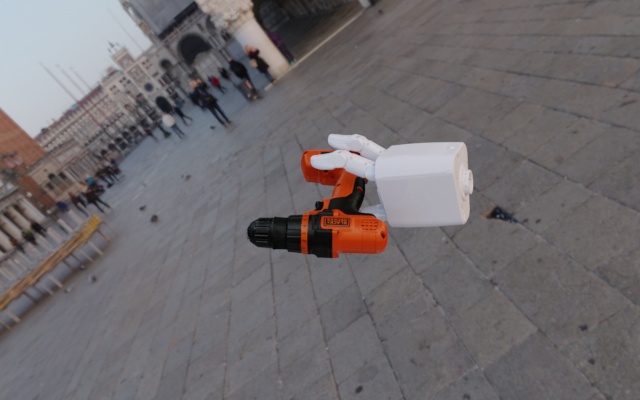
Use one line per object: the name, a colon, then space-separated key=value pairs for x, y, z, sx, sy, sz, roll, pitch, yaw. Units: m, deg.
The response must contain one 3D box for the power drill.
power drill: x=0.000 y=0.002 z=0.677 sx=0.184 sy=0.057 sz=0.187 roll=3 pitch=42 yaw=3
